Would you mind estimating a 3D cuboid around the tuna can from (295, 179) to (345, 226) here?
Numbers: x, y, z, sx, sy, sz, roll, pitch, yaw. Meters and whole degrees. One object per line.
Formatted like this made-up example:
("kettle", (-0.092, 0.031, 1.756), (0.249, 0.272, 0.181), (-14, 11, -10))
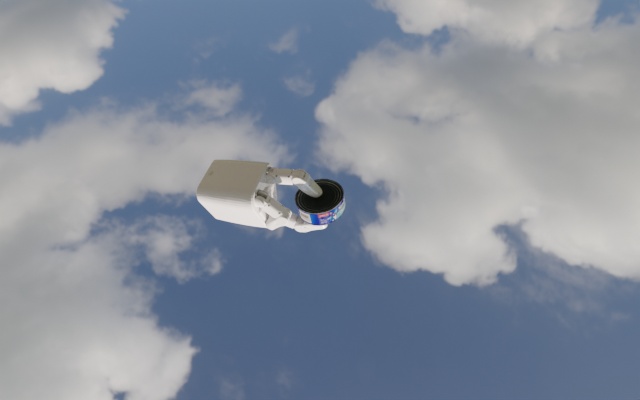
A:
("tuna can", (0.000, 0.003, 0.831), (0.086, 0.034, 0.086), (-7, 44, 6))
